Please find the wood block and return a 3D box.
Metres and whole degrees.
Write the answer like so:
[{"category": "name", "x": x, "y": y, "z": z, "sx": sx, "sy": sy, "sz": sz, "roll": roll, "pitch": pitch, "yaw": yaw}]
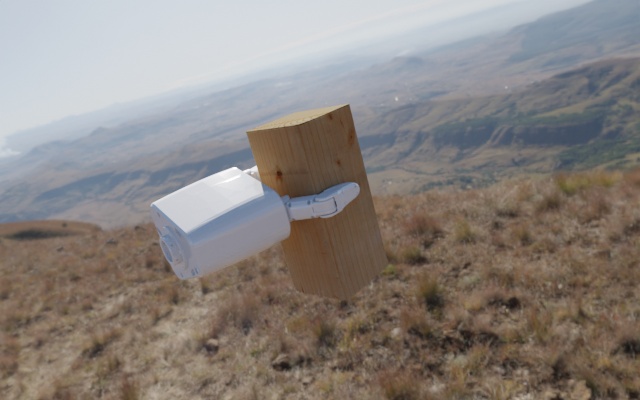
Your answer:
[{"category": "wood block", "x": 0.000, "y": 0.002, "z": 0.566, "sx": 0.091, "sy": 0.206, "sz": 0.090, "roll": 1, "pitch": 23, "yaw": 44}]
